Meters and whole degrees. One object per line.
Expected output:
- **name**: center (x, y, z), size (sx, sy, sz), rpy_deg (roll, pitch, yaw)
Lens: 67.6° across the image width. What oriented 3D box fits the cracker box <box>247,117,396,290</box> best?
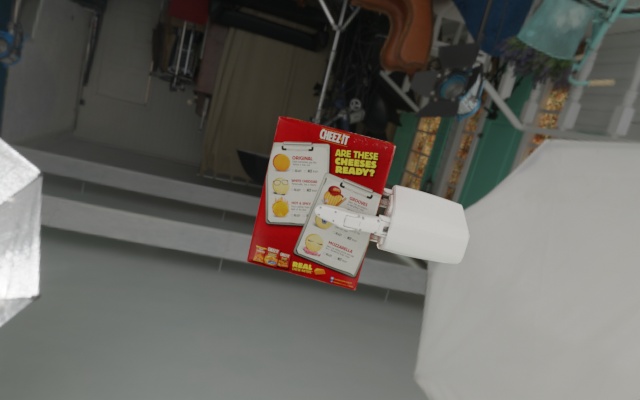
- **cracker box**: center (0.000, 0.002, 0.687), size (0.164, 0.214, 0.072), rpy_deg (14, 11, 2)
